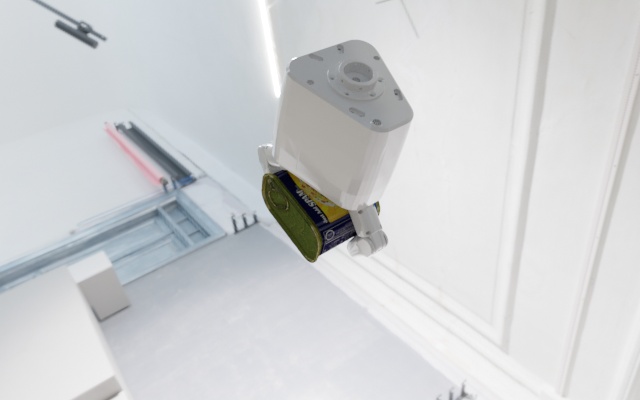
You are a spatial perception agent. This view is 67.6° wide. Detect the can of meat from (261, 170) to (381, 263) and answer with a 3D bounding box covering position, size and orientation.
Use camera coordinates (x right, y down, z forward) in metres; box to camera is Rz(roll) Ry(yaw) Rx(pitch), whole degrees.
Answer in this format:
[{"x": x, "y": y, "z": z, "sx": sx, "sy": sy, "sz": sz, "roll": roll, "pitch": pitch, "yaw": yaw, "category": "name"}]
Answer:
[{"x": 0.000, "y": 0.002, "z": 0.504, "sx": 0.084, "sy": 0.102, "sz": 0.057, "roll": -27, "pitch": -28, "yaw": -26, "category": "can of meat"}]
